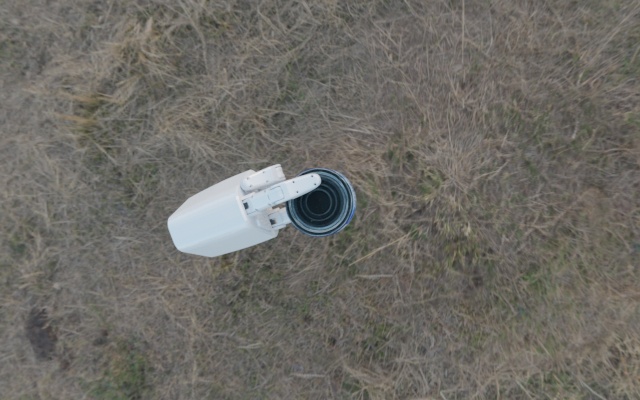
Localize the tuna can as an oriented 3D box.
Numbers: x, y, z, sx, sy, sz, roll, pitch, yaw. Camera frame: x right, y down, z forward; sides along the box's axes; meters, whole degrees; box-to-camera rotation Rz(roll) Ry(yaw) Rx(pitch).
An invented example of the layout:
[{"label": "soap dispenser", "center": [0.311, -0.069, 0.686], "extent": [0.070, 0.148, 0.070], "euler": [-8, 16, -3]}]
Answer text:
[{"label": "tuna can", "center": [0.000, 0.002, 0.589], "extent": [0.086, 0.086, 0.034], "euler": [0, 1, 10]}]
